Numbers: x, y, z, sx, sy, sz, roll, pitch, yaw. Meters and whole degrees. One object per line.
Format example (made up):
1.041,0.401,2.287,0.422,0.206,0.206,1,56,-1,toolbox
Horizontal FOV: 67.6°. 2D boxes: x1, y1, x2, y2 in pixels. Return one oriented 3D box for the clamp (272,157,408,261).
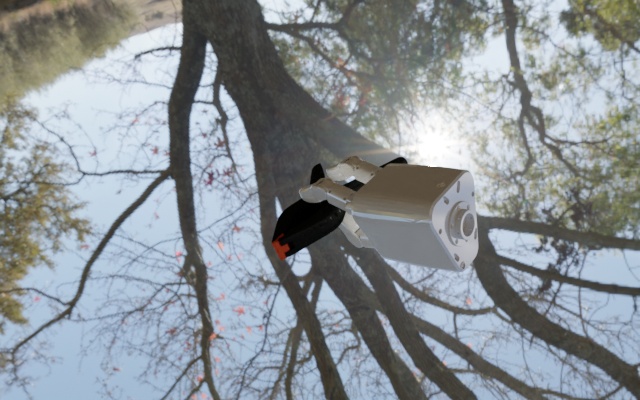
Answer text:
0.000,0.003,0.643,0.164,0.036,0.210,4,37,48,clamp
